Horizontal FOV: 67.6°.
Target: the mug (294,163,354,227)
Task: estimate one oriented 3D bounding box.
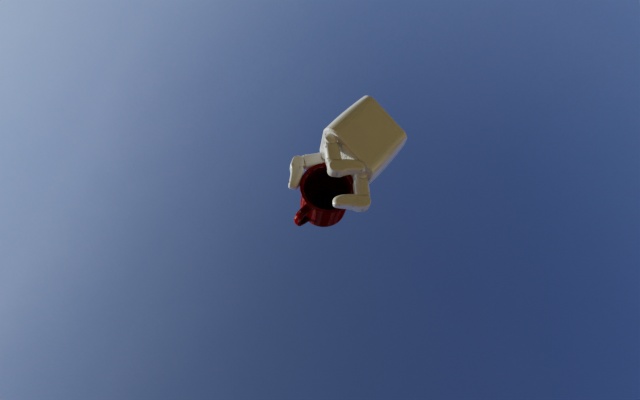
[{"bbox_3d":[-0.001,0.004,0.819,0.117,0.093,0.081,-43,-14,-22],"label":"mug"}]
